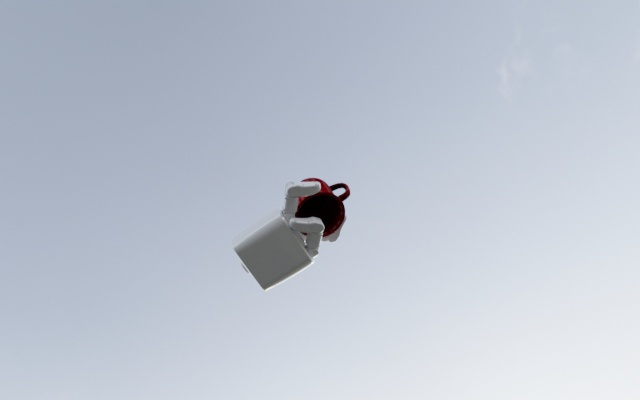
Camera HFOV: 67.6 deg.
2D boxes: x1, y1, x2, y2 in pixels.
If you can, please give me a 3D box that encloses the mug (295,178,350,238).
[{"bbox_3d":[0.001,0.002,0.877,0.117,0.093,0.081,-32,30,2],"label":"mug"}]
